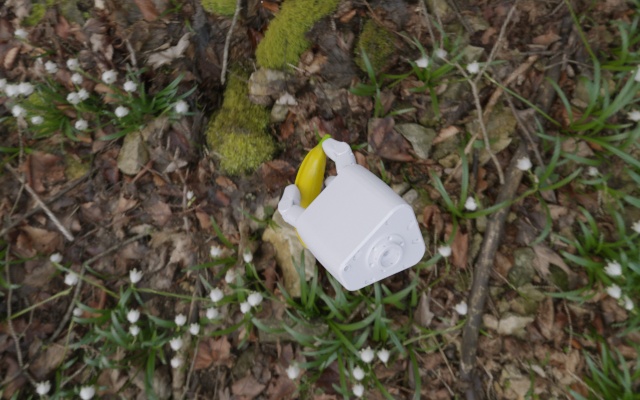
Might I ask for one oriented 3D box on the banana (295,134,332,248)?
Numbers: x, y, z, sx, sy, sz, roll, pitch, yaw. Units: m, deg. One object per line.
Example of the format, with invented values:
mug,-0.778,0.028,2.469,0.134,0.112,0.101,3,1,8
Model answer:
banana,-0.012,0.005,0.699,0.037,0.198,0.069,31,38,33
